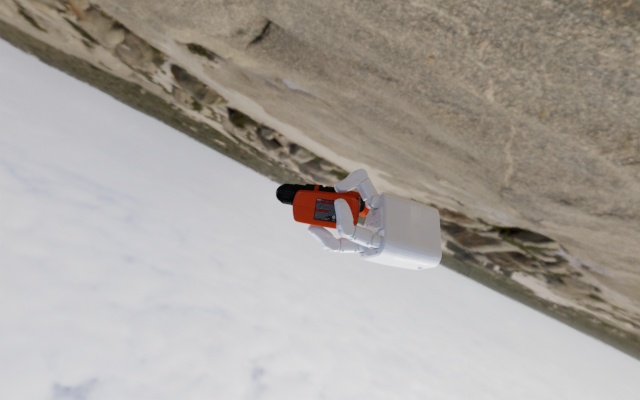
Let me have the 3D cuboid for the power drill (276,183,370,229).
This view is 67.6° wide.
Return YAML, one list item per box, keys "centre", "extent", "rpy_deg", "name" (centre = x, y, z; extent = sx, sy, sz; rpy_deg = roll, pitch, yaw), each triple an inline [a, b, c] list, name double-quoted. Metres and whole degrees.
- centre: [0.000, 0.003, 0.841]
  extent: [0.184, 0.057, 0.187]
  rpy_deg: [6, 8, 4]
  name: "power drill"
